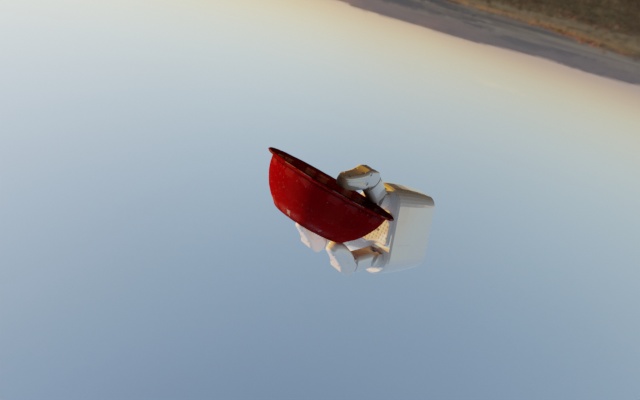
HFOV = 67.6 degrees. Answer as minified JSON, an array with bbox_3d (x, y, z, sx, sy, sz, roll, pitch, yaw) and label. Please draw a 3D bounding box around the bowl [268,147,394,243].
[{"bbox_3d":[-0.001,0.002,0.541,0.162,0.055,0.162,30,6,-4],"label":"bowl"}]
